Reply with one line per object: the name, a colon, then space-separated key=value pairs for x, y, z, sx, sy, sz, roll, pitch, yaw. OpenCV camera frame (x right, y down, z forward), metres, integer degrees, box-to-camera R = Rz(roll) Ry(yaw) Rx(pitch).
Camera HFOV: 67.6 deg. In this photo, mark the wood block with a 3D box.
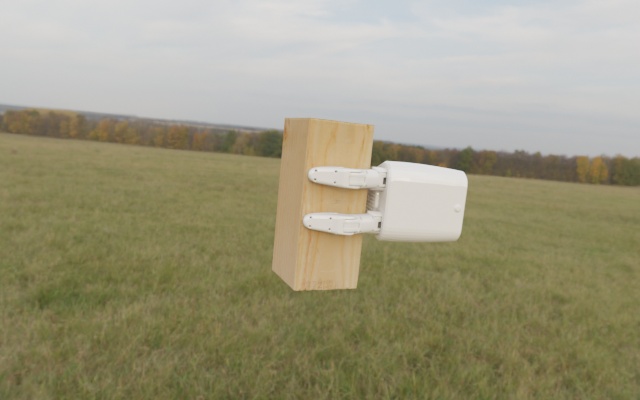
wood block: x=0.000 y=0.002 z=0.615 sx=0.090 sy=0.206 sz=0.091 roll=2 pitch=8 yaw=-23
